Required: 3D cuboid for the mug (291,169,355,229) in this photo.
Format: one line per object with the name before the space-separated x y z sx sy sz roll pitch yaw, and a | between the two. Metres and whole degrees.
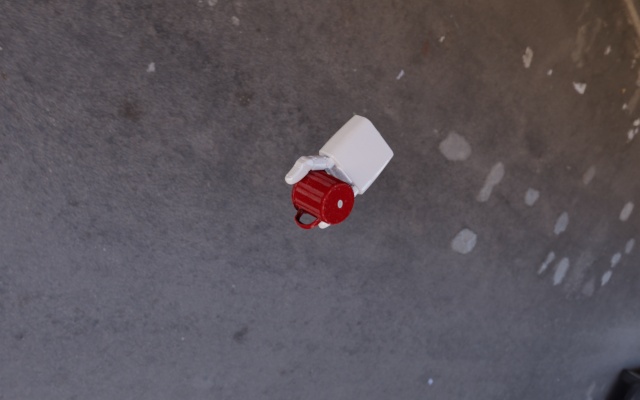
mug | -0.001 0.004 0.866 0.081 0.117 0.093 27 -19 45
